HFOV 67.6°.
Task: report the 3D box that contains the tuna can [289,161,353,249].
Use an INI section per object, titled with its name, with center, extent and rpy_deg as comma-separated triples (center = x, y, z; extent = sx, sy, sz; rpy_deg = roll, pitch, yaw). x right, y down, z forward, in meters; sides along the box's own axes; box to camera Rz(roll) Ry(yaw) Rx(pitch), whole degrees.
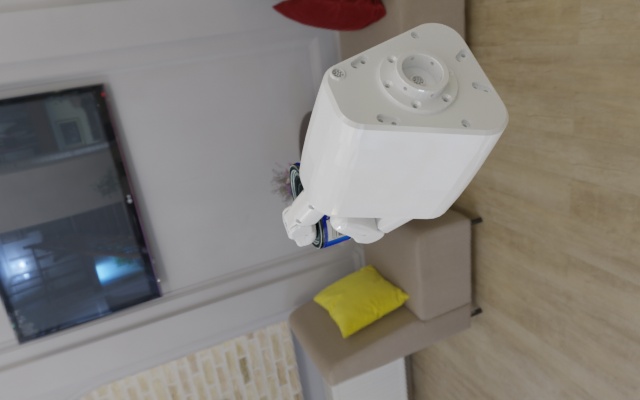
[tuna can]
center = 0.000, 0.002, 0.450
extent = 0.034, 0.086, 0.086
rpy_deg = -18, 5, -14
